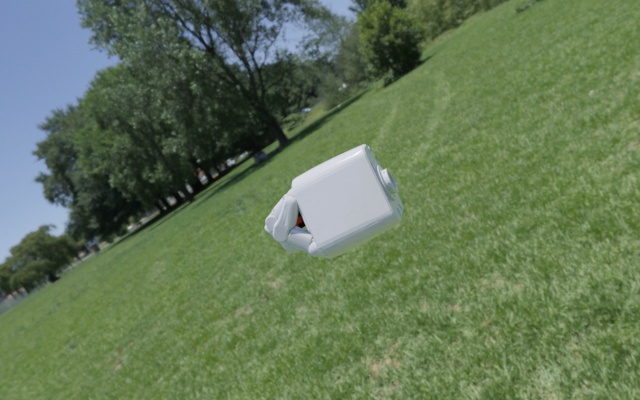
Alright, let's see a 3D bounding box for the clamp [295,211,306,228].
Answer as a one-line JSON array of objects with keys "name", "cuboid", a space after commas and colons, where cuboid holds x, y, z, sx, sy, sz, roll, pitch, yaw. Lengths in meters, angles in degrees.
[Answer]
[{"name": "clamp", "cuboid": [0.000, 0.002, 0.724, 0.120, 0.039, 0.171, -26, 10, 18]}]
